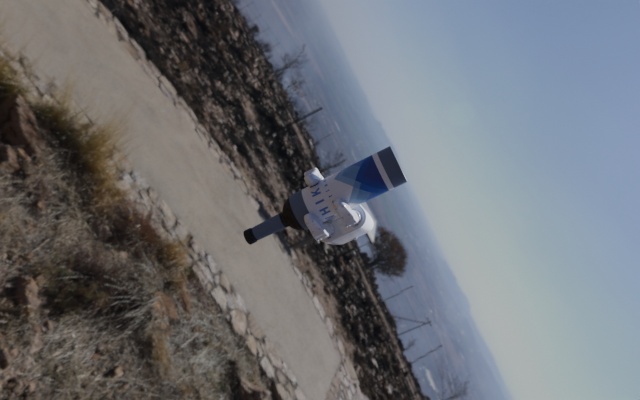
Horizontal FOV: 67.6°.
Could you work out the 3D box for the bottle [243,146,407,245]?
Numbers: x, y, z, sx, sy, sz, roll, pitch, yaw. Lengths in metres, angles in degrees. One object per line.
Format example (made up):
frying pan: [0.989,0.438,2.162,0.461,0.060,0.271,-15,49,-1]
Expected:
bottle: [0.000,0.003,0.818,0.296,0.069,0.069,-26,-5,11]
